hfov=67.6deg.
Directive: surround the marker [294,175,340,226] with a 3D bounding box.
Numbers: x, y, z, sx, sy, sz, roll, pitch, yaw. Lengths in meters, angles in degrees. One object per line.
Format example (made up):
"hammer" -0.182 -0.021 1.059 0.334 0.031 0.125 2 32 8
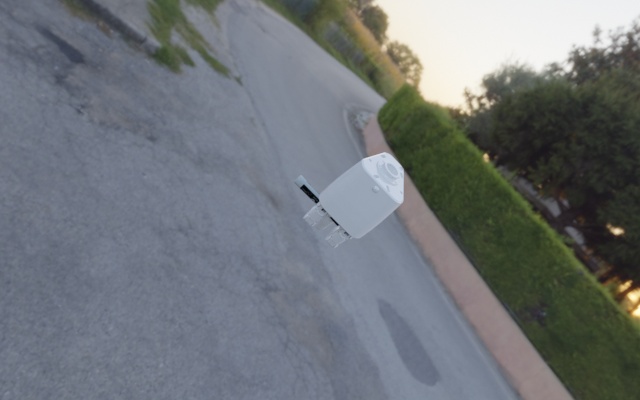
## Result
"marker" 0.000 0.003 0.870 0.020 0.121 0.020 -44 5 5
